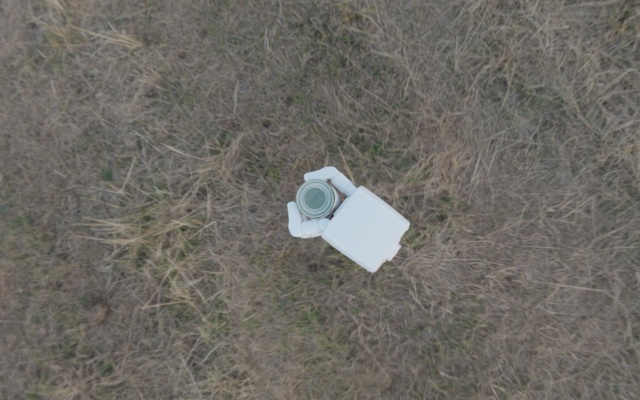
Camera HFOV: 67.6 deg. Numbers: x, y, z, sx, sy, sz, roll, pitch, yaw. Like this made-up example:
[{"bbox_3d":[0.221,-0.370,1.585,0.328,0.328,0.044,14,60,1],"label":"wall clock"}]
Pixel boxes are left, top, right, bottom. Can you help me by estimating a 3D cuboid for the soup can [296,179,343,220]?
[{"bbox_3d":[0.000,0.002,0.833,0.068,0.068,0.102,0,-6,11],"label":"soup can"}]
